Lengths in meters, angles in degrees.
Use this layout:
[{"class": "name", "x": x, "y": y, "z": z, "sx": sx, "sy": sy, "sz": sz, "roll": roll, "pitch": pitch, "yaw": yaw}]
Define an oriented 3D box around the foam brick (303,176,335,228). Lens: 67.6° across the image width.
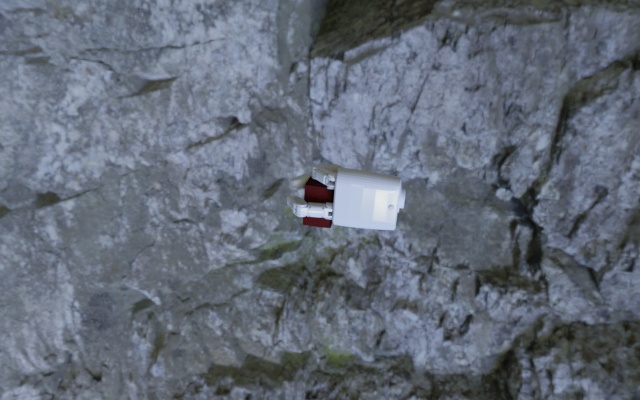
[{"class": "foam brick", "x": 0.000, "y": 0.003, "z": 0.842, "sx": 0.051, "sy": 0.078, "sz": 0.053, "roll": 7, "pitch": 21, "yaw": 8}]
